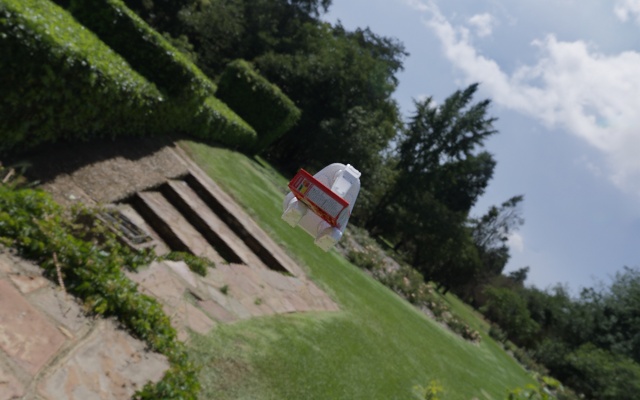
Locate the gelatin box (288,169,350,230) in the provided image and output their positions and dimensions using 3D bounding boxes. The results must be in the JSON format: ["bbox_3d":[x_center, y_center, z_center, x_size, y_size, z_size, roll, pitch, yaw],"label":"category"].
[{"bbox_3d":[0.000,0.002,0.600,0.073,0.030,0.089,37,-7,10],"label":"gelatin box"}]
